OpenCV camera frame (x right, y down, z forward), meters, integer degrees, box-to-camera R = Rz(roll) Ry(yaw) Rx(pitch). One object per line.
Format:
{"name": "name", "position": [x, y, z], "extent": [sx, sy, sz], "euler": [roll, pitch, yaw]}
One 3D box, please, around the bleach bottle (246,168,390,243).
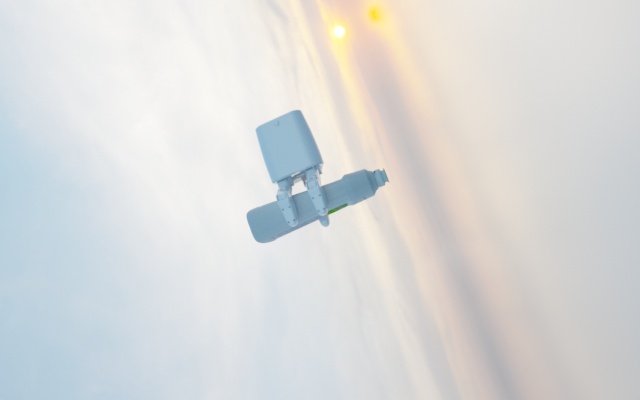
{"name": "bleach bottle", "position": [0.000, 0.003, 0.843], "extent": [0.251, 0.068, 0.102], "euler": [-22, -4, 12]}
